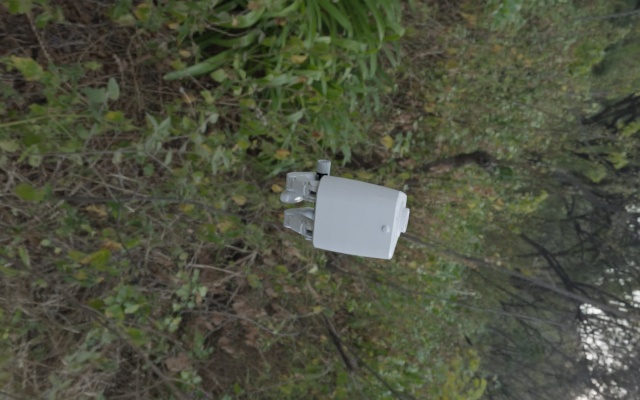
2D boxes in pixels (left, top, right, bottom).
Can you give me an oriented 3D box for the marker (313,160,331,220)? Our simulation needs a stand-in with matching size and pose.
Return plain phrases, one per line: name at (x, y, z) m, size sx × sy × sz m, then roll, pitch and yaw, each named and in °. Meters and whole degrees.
marker at (0.000, 0.002, 0.685) m, size 0.020 × 0.121 × 0.020 m, roll 4°, pitch 18°, yaw -1°
